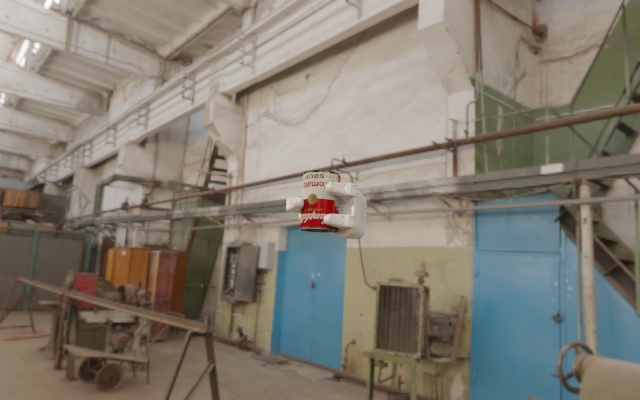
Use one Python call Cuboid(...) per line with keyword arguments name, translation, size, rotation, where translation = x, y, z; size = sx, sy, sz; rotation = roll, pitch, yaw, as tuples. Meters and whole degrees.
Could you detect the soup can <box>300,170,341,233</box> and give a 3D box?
Cuboid(name="soup can", translation=(0.000, 0.002, 0.840), size=(0.068, 0.102, 0.068), rotation=(3, -8, 0))
